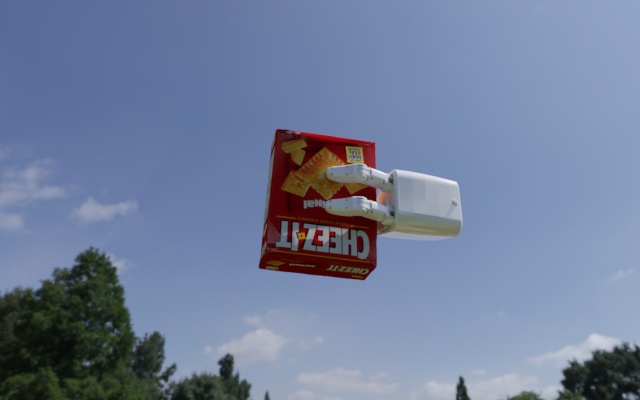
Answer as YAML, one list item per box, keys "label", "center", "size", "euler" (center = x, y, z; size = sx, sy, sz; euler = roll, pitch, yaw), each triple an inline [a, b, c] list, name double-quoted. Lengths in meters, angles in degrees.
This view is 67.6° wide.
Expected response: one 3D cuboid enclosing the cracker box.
- label: "cracker box"
  center: [0.000, 0.002, 0.729]
  size: [0.164, 0.213, 0.072]
  euler: [8, -28, -10]
